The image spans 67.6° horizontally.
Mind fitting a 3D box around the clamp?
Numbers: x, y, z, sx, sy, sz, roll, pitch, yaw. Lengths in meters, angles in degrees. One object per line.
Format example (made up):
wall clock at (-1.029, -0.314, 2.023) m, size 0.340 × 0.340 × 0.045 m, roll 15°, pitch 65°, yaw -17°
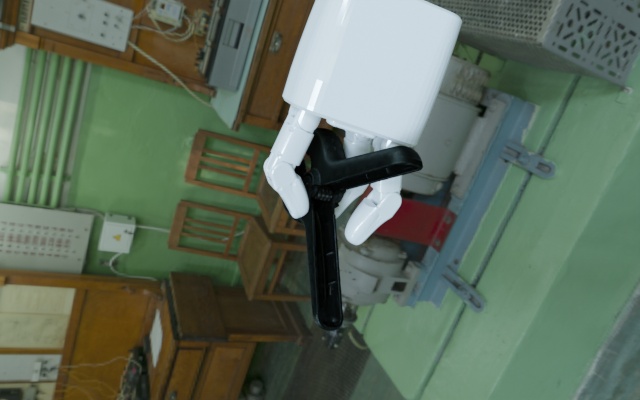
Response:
clamp at (-0.001, 0.001, 0.438) m, size 0.036 × 0.164 × 0.210 m, roll 12°, pitch 17°, yaw -29°
